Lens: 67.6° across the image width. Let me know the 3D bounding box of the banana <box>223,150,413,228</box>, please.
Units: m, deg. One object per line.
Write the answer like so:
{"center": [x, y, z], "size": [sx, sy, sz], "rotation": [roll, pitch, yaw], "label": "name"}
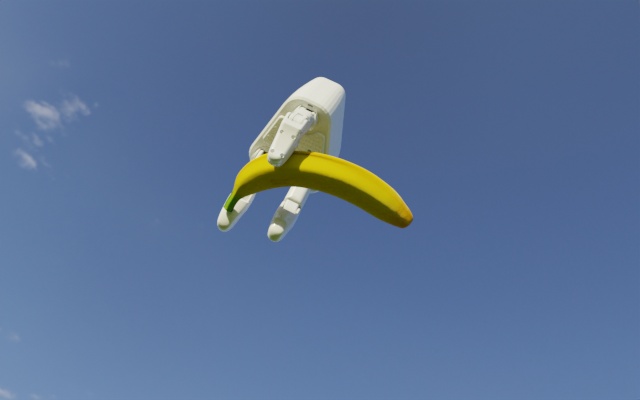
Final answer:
{"center": [-0.003, -0.016, 0.485], "size": [0.198, 0.070, 0.037], "rotation": [6, 26, 12], "label": "banana"}
